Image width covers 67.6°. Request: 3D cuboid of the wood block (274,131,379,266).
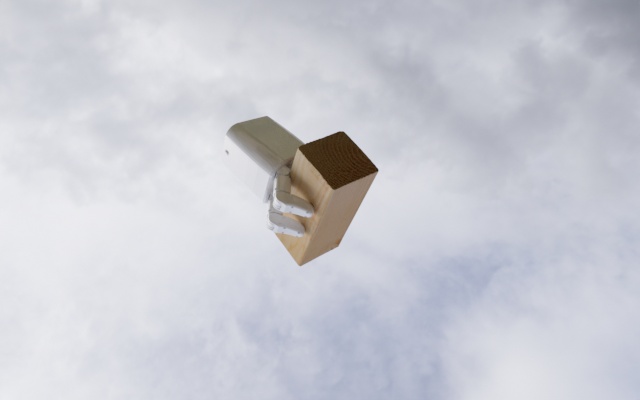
[{"bbox_3d":[0.000,0.002,0.755,0.091,0.090,0.206,-25,-26,-32],"label":"wood block"}]
